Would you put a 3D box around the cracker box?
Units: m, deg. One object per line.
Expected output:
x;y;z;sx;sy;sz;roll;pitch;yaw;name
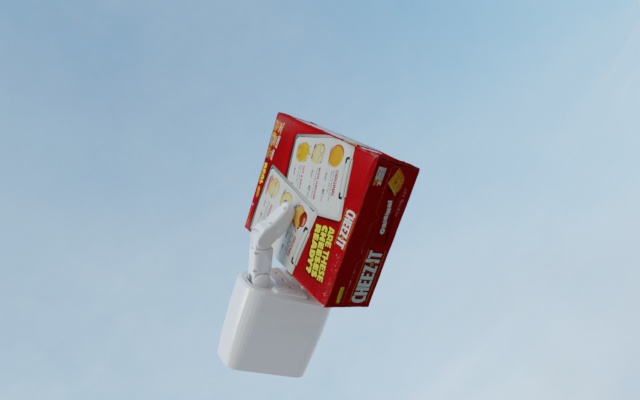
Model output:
0.000;0.002;0.562;0.072;0.164;0.213;10;15;-36;cracker box
